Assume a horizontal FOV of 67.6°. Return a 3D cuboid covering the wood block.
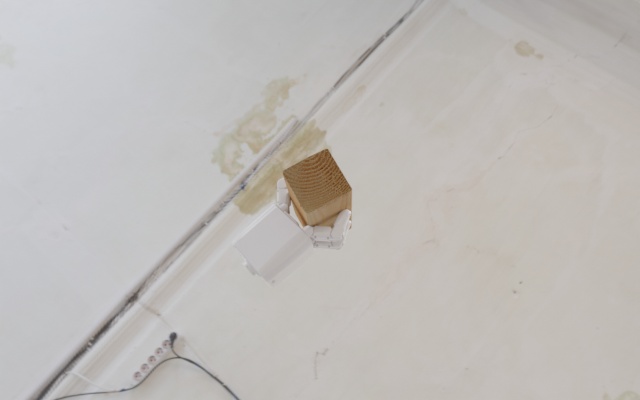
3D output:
[{"bbox_3d":[0.000,0.003,0.883,0.090,0.090,0.206,-28,-20,-7],"label":"wood block"}]
